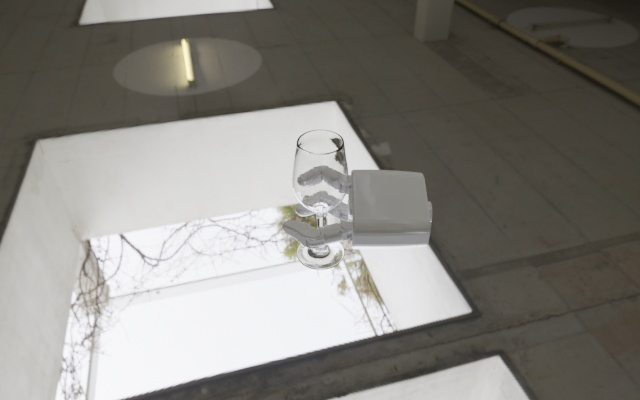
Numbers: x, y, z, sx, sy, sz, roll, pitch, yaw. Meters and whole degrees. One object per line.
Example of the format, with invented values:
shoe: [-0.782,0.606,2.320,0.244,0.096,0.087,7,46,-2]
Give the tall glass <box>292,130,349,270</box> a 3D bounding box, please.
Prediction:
tall glass: [0.000,0.003,0.676,0.079,0.201,0.079,0,38,0]
